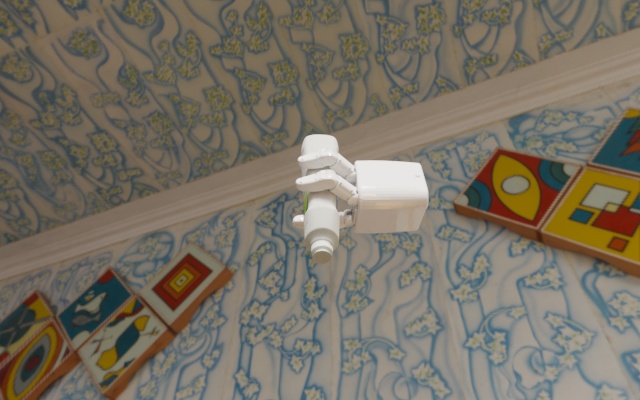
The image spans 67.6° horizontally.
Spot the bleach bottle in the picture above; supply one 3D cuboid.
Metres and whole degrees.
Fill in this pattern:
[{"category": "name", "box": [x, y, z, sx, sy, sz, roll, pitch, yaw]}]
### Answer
[{"category": "bleach bottle", "box": [0.000, 0.002, 0.763, 0.068, 0.103, 0.250, 1, 42, -2]}]
